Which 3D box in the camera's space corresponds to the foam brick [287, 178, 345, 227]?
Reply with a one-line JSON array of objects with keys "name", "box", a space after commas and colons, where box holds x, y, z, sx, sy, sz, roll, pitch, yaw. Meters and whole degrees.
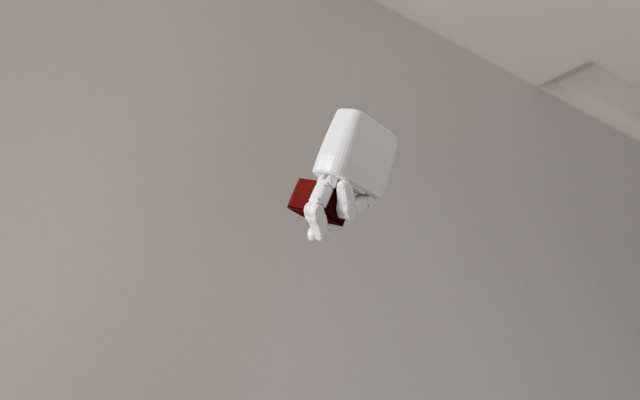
[{"name": "foam brick", "box": [0.000, 0.002, 0.731, 0.078, 0.051, 0.053, 11, -15, 37]}]
